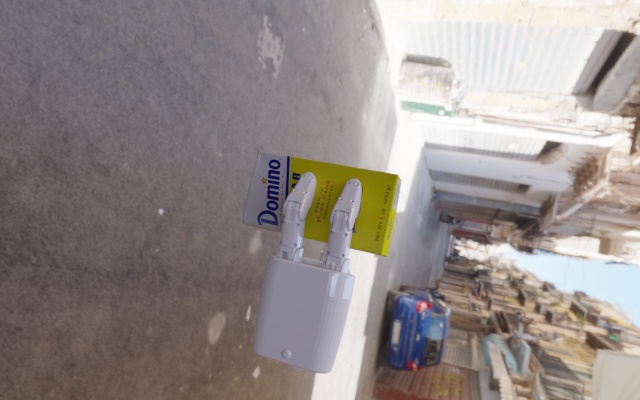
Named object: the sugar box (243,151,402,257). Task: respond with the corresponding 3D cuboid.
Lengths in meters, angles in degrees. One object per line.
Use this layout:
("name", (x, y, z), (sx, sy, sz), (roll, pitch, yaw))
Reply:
("sugar box", (0.000, 0.002, 0.561), (0.176, 0.093, 0.048), (11, -7, 17))
